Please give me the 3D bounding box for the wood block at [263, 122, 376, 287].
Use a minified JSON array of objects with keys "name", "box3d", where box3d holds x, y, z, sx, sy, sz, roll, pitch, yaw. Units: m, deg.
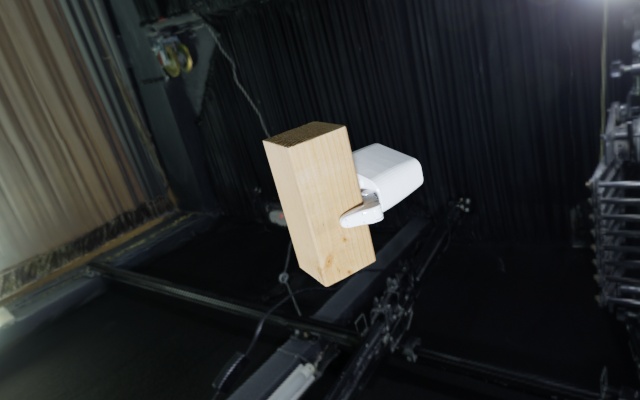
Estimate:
[{"name":"wood block","box3d":[0.001,0.002,0.679,0.090,0.206,0.091,-24,22,-23]}]
